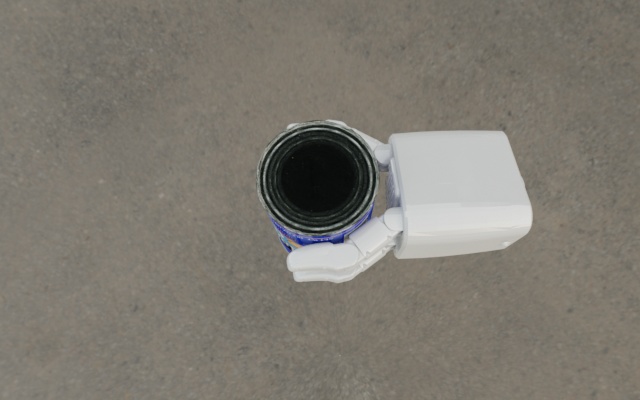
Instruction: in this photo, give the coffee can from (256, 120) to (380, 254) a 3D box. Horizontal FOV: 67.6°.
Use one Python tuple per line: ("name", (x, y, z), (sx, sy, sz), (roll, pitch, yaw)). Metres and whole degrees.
("coffee can", (0.000, 0.001, 0.458), (0.103, 0.102, 0.140), (0, -18, 2))
